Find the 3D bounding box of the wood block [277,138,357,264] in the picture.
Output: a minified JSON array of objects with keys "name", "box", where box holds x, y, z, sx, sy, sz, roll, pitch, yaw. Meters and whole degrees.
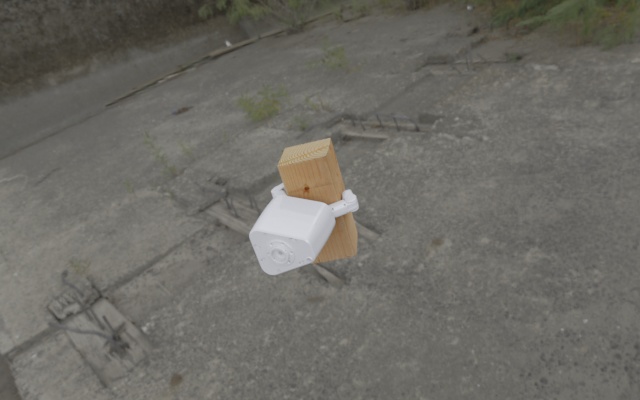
[{"name":"wood block","box":[0.000,0.003,0.885,0.091,0.206,0.090,-11,26,12]}]
